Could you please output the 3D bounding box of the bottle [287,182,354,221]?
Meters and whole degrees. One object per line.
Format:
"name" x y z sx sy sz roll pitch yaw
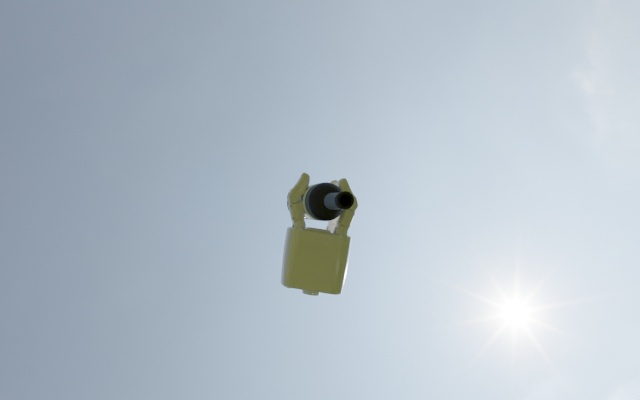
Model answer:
"bottle" 0.000 0.003 0.854 0.069 0.069 0.296 0 -1 -15
